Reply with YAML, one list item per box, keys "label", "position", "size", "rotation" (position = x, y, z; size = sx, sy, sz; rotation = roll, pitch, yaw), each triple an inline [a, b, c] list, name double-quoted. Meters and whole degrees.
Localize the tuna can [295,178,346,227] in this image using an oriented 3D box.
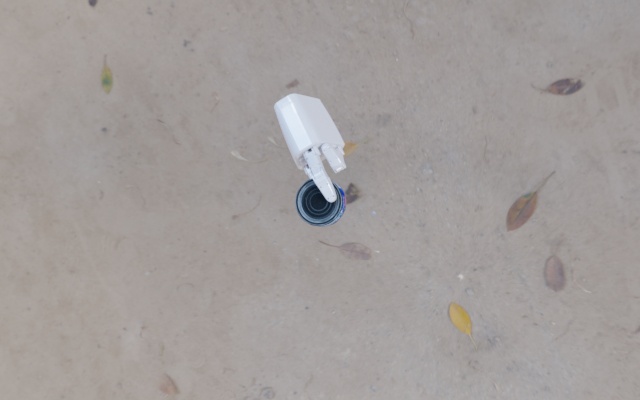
- label: "tuna can"
  position: [0.000, 0.003, 0.831]
  size: [0.086, 0.086, 0.034]
  rotation: [0, -4, 14]
